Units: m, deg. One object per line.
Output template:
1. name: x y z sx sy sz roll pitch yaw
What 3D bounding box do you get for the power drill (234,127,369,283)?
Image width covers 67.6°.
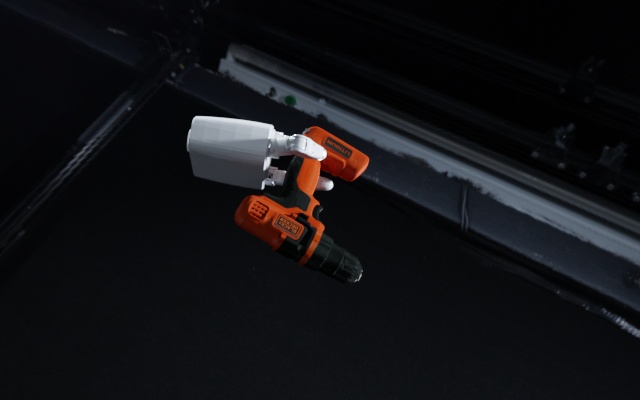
1. power drill: 0.000 0.002 0.659 0.184 0.187 0.057 31 -32 -7
